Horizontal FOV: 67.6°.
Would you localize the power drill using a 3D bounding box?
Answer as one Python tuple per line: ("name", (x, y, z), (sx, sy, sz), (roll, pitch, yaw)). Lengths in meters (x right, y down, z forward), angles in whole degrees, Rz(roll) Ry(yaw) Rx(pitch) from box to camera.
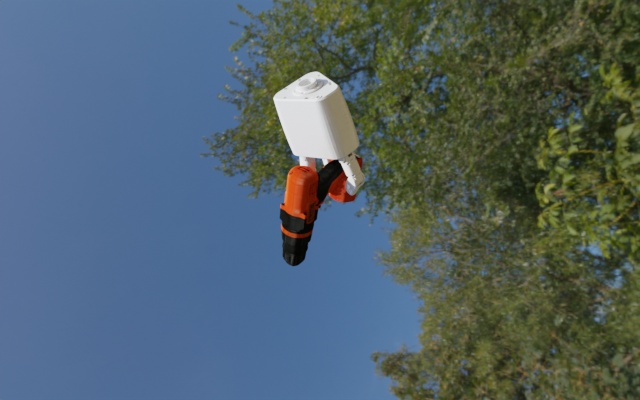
("power drill", (0.000, 0.002, 0.813), (0.057, 0.185, 0.187), (24, 36, 20))
